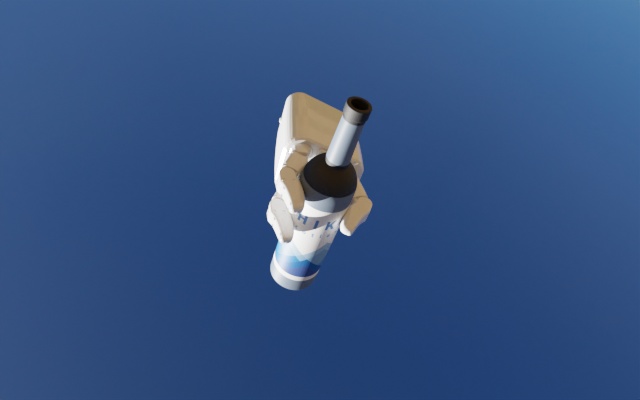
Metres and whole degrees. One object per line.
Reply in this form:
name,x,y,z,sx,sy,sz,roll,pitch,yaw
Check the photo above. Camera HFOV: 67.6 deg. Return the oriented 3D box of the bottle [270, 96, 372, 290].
bottle,0.000,0.002,0.579,0.069,0.069,0.296,0,-42,-21
